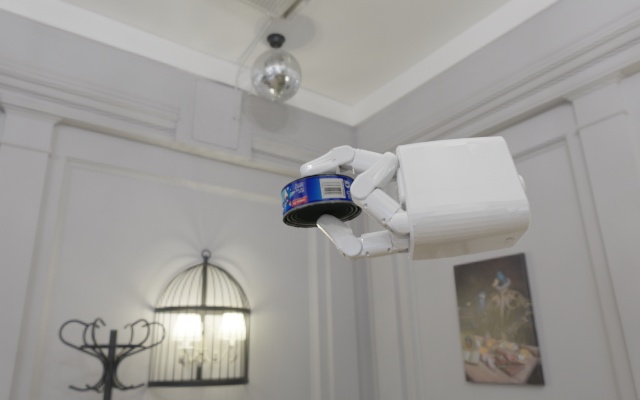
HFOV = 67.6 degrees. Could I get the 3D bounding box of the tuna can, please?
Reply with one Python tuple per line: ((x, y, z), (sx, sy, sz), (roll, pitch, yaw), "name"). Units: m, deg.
((0.000, 0.001, 0.518), (0.086, 0.033, 0.086), (-7, -19, -2), "tuna can")
